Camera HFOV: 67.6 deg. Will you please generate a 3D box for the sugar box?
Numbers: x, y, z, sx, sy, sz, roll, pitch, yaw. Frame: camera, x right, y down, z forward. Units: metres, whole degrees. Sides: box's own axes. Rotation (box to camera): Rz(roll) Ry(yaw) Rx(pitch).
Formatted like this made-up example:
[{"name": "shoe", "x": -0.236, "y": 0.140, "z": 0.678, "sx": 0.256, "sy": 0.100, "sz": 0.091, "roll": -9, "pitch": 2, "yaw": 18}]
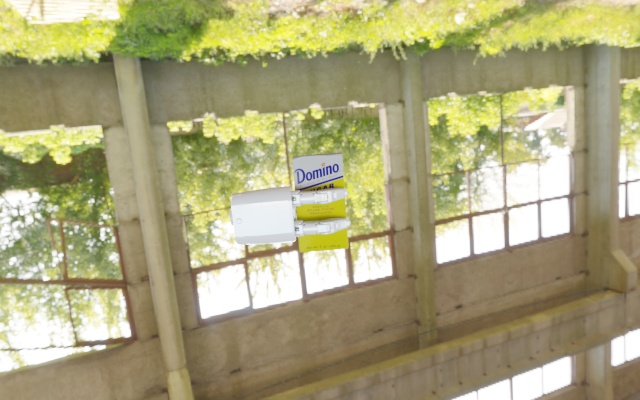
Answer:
[{"name": "sugar box", "x": 0.000, "y": 0.003, "z": 0.880, "sx": 0.093, "sy": 0.176, "sz": 0.048, "roll": -5, "pitch": 10, "yaw": 0}]
